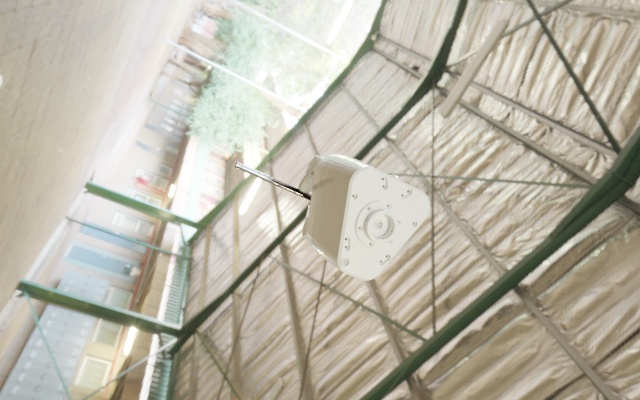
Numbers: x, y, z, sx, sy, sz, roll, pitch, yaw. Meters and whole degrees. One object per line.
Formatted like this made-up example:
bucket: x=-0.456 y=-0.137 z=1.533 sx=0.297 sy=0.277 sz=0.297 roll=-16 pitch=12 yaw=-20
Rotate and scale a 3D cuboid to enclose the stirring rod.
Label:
stirring rod: x=0.000 y=0.002 z=0.627 sx=0.239 sy=0.011 sz=0.011 roll=24 pitch=-8 yaw=-19
